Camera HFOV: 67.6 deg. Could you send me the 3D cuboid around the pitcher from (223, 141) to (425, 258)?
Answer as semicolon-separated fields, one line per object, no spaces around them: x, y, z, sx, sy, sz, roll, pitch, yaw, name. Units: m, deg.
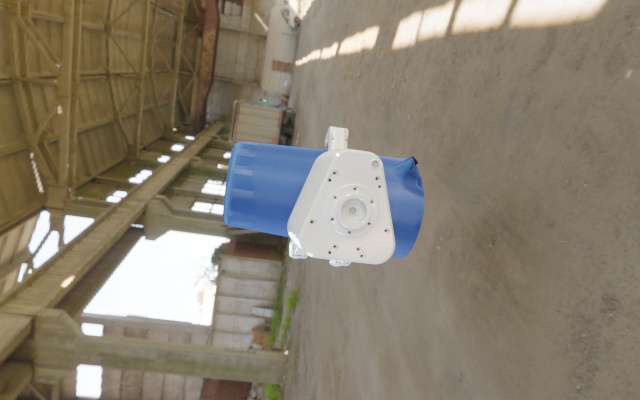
0.000;0.002;0.625;0.243;0.149;0.145;8;2;-8;pitcher
